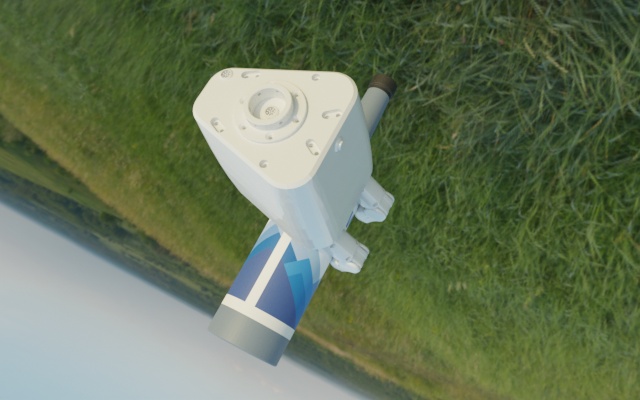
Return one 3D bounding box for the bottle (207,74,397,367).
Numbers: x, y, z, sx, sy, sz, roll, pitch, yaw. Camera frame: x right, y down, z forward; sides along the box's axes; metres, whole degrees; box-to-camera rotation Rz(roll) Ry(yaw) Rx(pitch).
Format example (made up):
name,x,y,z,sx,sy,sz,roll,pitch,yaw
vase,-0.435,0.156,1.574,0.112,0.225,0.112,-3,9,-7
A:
name,x,y,z,sx,sy,sz,roll,pitch,yaw
bottle,0.000,0.002,0.447,0.069,0.295,0.069,26,-18,9
